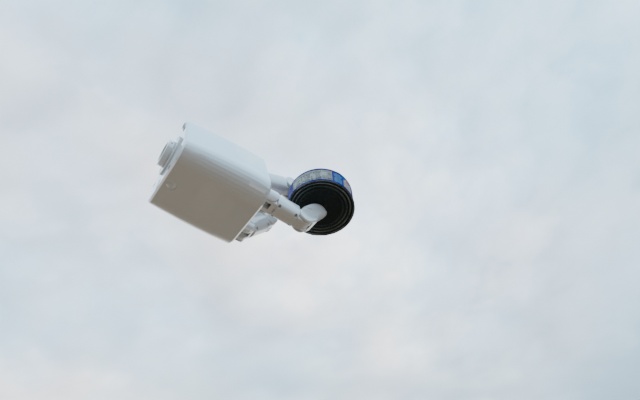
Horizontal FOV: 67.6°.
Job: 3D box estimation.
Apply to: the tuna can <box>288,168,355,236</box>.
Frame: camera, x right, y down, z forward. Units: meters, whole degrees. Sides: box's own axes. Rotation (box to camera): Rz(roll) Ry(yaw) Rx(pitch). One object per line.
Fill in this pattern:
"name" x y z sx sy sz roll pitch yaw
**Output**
"tuna can" 0.000 0.002 0.615 0.086 0.086 0.033 0 35 -2
